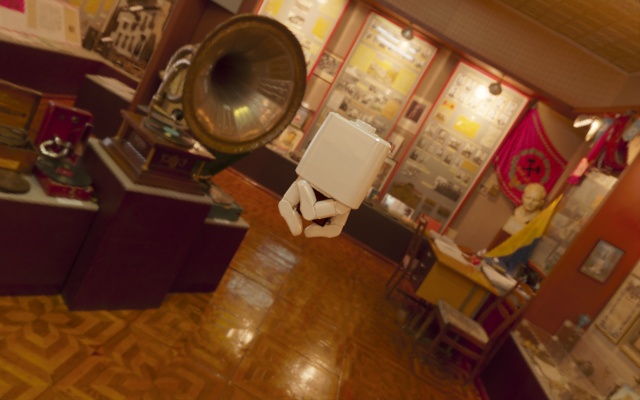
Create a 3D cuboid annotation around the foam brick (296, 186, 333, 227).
[{"bbox_3d":[0.000,0.003,0.770,0.053,0.051,0.078,30,12,3],"label":"foam brick"}]
